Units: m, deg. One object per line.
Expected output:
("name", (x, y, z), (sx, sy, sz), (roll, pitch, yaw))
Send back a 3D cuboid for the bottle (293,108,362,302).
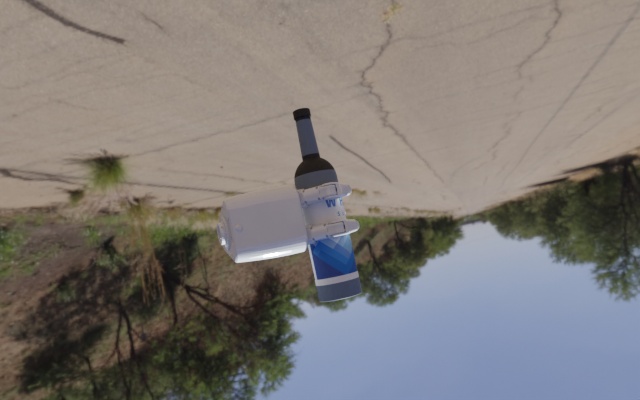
("bottle", (0.000, 0.003, 0.735), (0.069, 0.295, 0.069), (-12, -5, -1))
